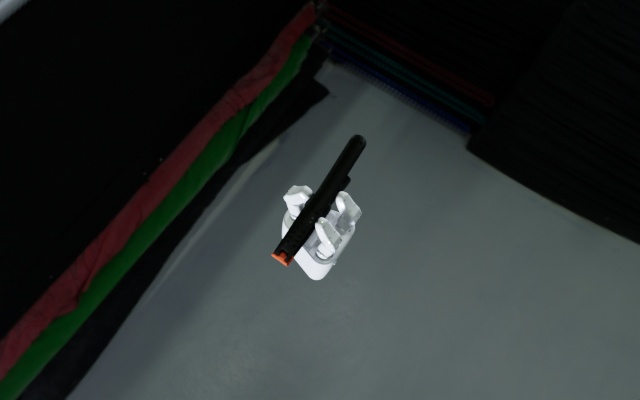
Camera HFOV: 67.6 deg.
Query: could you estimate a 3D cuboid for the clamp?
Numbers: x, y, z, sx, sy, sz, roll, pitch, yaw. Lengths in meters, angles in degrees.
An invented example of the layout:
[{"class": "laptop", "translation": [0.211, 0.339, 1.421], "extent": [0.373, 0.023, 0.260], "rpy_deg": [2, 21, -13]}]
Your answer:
[{"class": "clamp", "translation": [-0.001, 0.002, 0.715], "extent": [0.036, 0.210, 0.165], "rpy_deg": [34, -25, 7]}]
